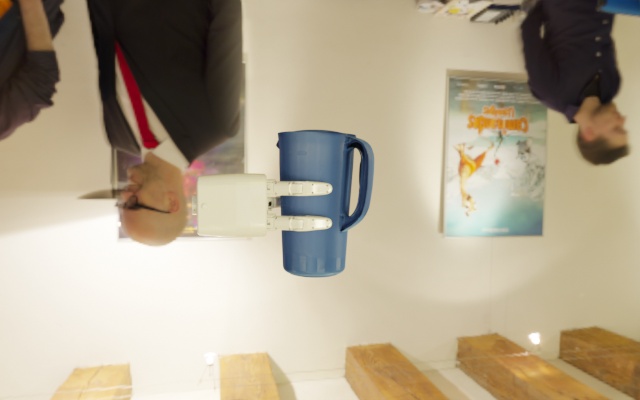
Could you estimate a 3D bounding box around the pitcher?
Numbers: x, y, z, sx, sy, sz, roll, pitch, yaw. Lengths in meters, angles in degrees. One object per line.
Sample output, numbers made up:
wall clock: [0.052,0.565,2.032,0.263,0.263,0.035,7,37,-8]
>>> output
pitcher: [0.000,0.003,0.807,0.145,0.243,0.149,0,4,-13]
